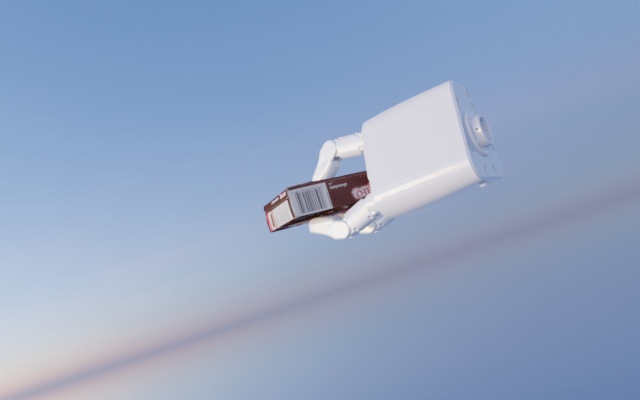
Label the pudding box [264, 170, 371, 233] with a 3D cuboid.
[{"bbox_3d":[0.000,0.002,0.561,0.113,0.039,0.090,-11,-10,-25],"label":"pudding box"}]
